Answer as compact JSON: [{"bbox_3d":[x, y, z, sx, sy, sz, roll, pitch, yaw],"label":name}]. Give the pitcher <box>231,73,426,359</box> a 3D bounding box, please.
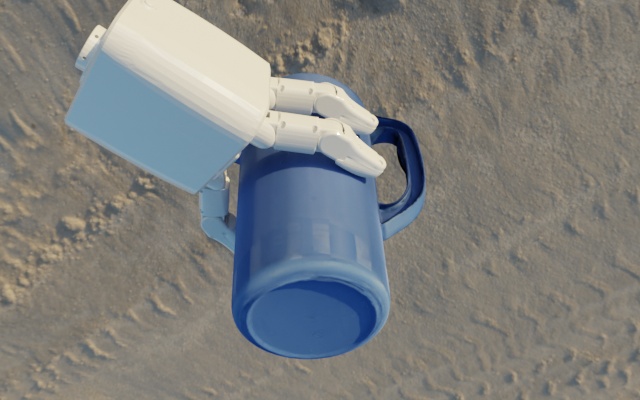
[{"bbox_3d":[0.000,0.001,0.407,0.145,0.242,0.149,31,-58,-26],"label":"pitcher"}]
